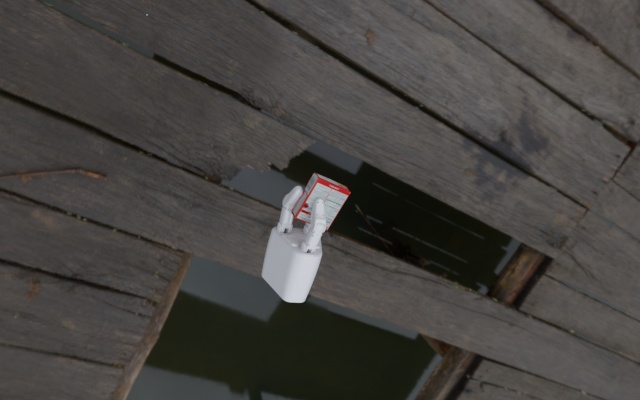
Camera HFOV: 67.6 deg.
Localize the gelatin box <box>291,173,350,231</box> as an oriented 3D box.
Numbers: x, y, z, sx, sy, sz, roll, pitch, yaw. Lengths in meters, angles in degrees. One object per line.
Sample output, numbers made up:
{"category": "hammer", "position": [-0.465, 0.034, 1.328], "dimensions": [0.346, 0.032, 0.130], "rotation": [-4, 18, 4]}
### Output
{"category": "gelatin box", "position": [0.000, 0.003, 0.869], "dimensions": [0.073, 0.089, 0.030], "rotation": [22, 19, -28]}
